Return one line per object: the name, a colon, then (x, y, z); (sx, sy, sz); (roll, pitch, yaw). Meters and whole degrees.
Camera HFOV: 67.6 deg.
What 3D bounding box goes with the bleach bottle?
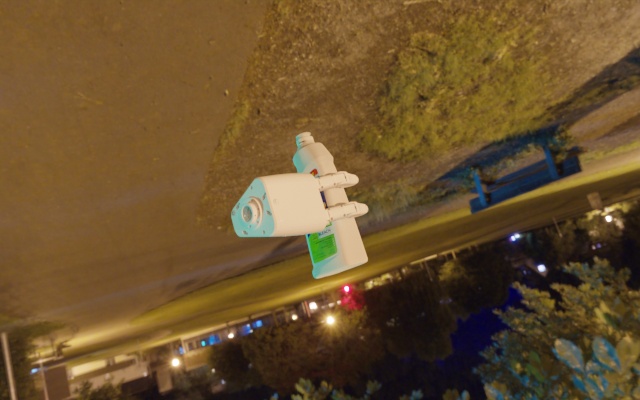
bleach bottle: (0.000, 0.003, 0.843); (0.068, 0.250, 0.102); (-6, -16, -45)
